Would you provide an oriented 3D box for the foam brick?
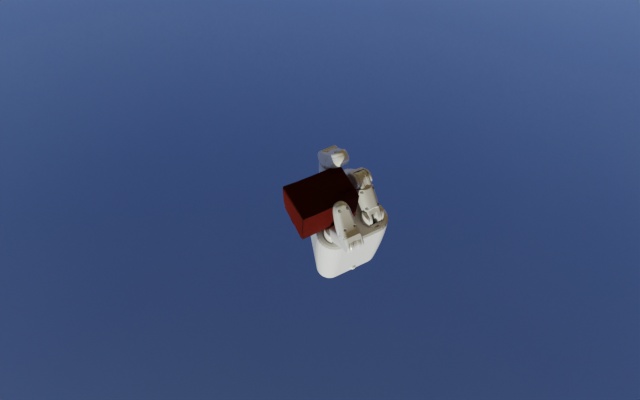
[{"bbox_3d":[0.000,0.002,0.579,0.078,0.053,0.051,-22,-27,-16],"label":"foam brick"}]
